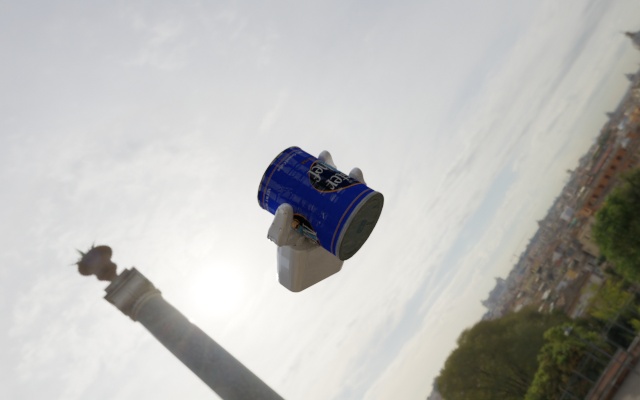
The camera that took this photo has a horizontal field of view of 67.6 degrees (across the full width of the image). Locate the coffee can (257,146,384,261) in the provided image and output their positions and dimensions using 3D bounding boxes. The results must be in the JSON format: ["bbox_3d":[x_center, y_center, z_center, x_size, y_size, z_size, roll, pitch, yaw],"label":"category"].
[{"bbox_3d":[0.000,0.002,0.647,0.140,0.103,0.103,31,13,23],"label":"coffee can"}]
